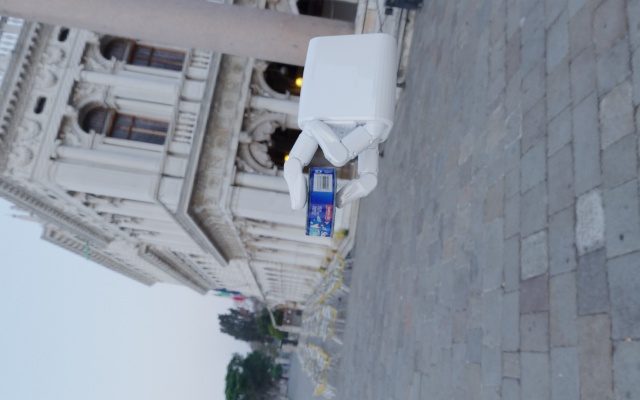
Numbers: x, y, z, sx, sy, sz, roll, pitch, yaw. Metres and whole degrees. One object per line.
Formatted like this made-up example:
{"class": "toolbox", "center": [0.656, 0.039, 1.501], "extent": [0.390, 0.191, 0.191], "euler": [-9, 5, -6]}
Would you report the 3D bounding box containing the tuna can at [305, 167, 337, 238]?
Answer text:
{"class": "tuna can", "center": [0.000, 0.002, 0.584], "extent": [0.034, 0.086, 0.086], "euler": [3, 0, -2]}
